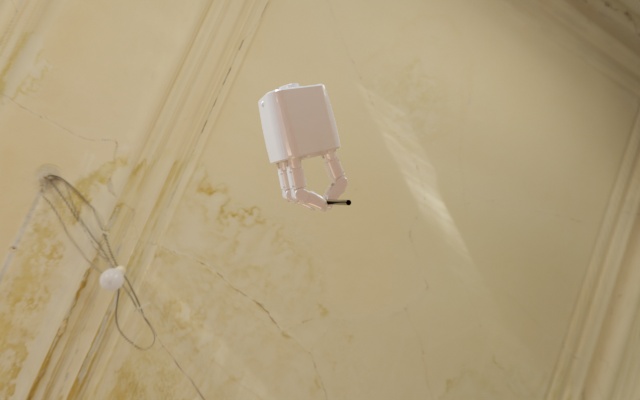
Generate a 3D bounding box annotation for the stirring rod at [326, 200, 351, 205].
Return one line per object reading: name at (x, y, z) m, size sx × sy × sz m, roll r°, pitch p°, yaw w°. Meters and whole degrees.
stirring rod at (0.000, 0.002, 0.781) m, size 0.011 × 0.011 × 0.239 m, roll 0°, pitch 0°, yaw -19°
